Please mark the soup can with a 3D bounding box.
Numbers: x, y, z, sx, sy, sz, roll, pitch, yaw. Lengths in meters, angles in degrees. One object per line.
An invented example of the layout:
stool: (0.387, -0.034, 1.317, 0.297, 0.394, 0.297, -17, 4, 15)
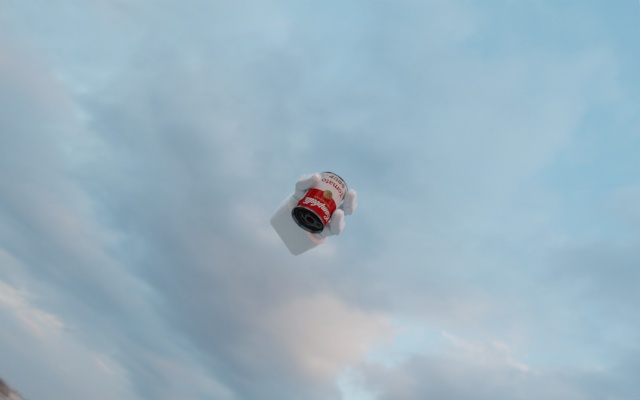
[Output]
soup can: (0.000, 0.002, 0.892, 0.068, 0.068, 0.102, 0, 42, 39)
